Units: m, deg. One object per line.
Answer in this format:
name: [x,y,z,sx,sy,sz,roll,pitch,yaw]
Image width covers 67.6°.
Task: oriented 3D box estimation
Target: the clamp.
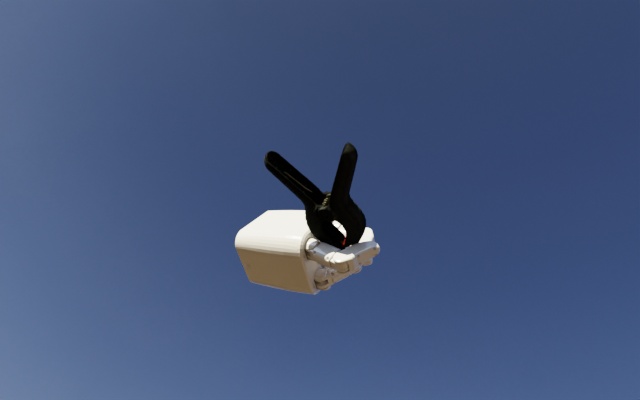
clamp: [0.001,0.002,0.588,0.120,0.172,0.039,9,40,30]
